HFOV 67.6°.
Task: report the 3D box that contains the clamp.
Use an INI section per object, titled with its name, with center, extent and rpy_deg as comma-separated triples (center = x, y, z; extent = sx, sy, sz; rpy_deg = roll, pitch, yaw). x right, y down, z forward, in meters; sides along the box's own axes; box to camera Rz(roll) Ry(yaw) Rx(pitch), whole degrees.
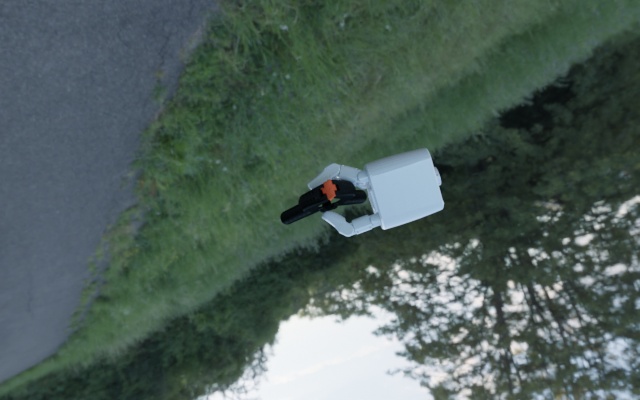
[clamp]
center = 0.001, 0.003, 0.799
extent = 0.164, 0.036, 0.210
rpy_deg = -18, -8, 2
